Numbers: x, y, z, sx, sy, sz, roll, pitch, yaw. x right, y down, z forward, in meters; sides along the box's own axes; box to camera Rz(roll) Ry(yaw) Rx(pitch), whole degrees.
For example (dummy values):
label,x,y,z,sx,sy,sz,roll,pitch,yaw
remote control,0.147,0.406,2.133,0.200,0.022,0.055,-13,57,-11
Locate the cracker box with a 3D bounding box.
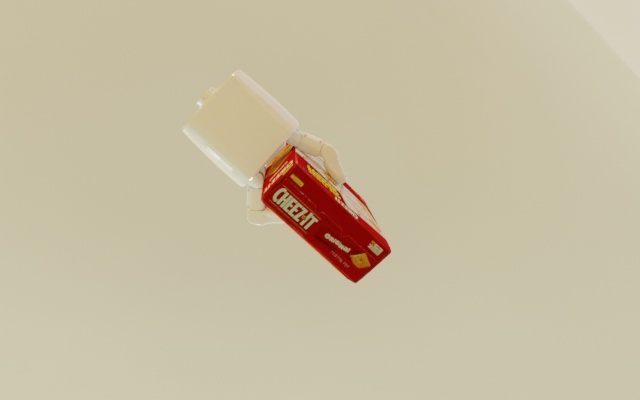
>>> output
label,x,y,z,sx,sy,sz,roll,pitch,yaw
cracker box,0.000,0.002,0.666,0.164,0.072,0.213,42,10,-14
